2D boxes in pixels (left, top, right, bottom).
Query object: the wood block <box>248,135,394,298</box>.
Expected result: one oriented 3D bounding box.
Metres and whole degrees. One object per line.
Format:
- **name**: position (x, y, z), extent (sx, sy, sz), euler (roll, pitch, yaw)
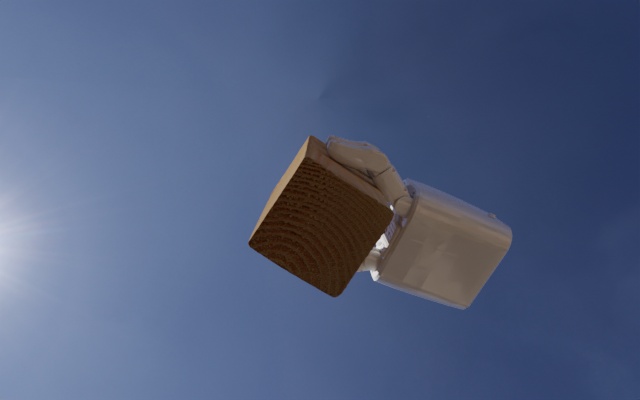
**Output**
- **wood block**: position (0.000, 0.002, 0.484), extent (0.090, 0.091, 0.206), euler (32, 10, -7)
